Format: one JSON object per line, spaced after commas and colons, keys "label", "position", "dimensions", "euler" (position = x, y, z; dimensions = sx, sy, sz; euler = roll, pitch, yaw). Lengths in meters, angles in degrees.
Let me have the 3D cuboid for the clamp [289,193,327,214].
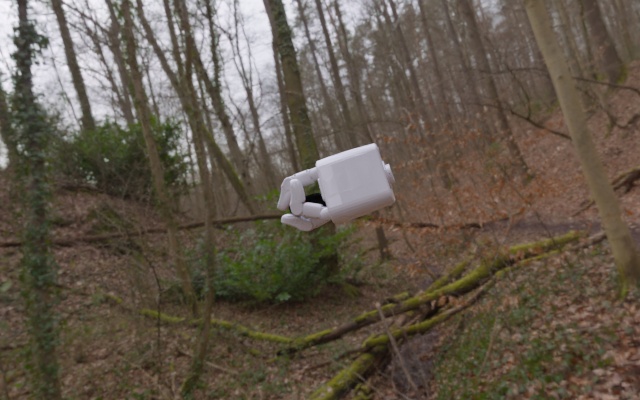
{"label": "clamp", "position": [0.000, 0.002, 0.886], "dimensions": [0.120, 0.039, 0.171], "euler": [-19, -1, 10]}
